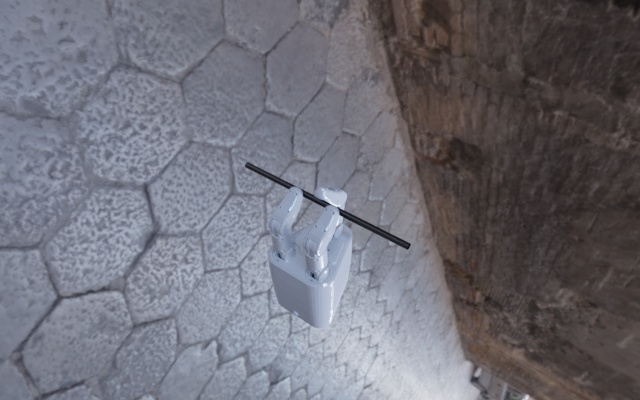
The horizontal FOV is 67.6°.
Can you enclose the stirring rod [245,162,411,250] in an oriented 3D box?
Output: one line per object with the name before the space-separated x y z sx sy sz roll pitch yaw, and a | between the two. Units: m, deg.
stirring rod | 0.000 0.002 0.573 0.239 0.011 0.011 27 12 26
